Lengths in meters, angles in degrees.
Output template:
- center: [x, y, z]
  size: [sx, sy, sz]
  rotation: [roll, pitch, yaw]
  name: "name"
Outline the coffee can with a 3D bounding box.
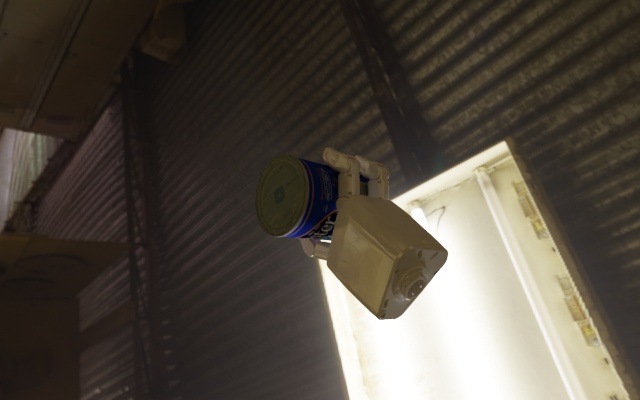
- center: [0.000, 0.002, 0.632]
  size: [0.140, 0.103, 0.103]
  rotation: [9, -6, -41]
  name: "coffee can"
